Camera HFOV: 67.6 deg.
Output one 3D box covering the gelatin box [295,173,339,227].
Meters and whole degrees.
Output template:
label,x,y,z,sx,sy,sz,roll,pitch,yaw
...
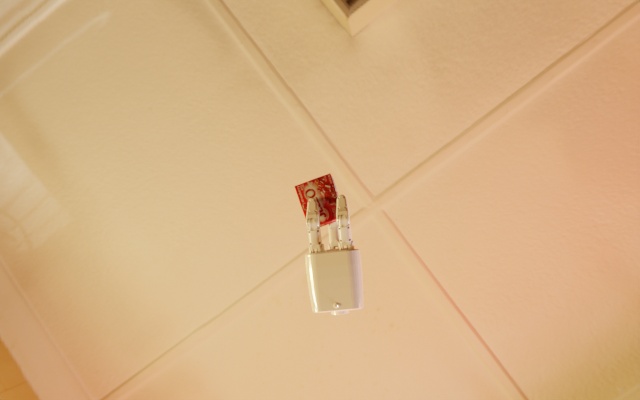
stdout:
label,x,y,z,sx,sy,sz,roll,pitch,yaw
gelatin box,0.000,0.003,0.898,0.073,0.089,0.030,-20,-12,6
